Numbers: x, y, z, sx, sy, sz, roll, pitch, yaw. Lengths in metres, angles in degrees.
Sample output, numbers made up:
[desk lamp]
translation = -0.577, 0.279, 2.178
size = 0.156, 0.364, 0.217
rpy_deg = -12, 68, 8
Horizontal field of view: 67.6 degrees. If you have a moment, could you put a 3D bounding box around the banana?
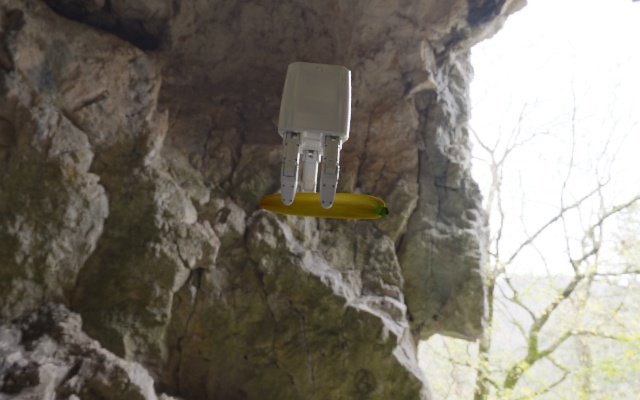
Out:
[banana]
translation = 0.011, 0.005, 0.691
size = 0.198, 0.037, 0.069
rpy_deg = 2, -9, 24
